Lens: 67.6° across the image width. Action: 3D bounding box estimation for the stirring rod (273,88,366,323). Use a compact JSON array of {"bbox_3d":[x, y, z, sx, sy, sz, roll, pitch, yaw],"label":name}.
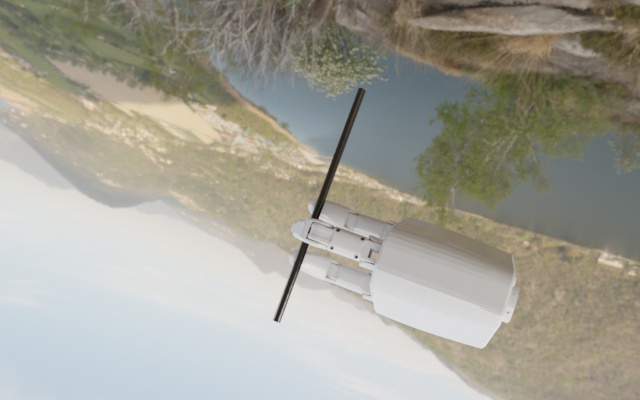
[{"bbox_3d":[0.000,0.001,0.462,0.011,0.239,0.011,20,-7,2],"label":"stirring rod"}]
